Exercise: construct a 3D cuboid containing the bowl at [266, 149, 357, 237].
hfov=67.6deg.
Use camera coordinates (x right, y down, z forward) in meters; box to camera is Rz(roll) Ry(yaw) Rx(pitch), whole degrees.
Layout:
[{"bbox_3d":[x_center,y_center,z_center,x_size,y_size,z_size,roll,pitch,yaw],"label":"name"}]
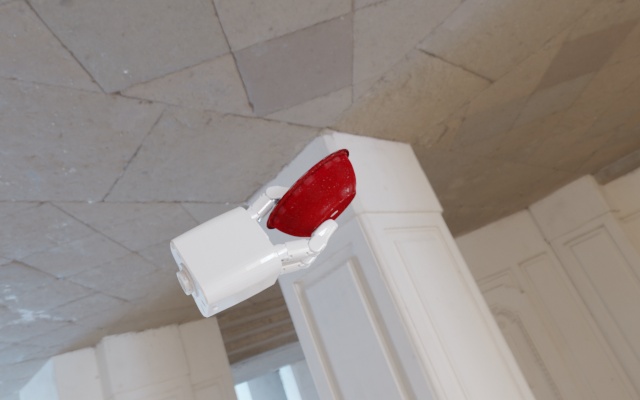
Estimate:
[{"bbox_3d":[0.001,0.002,0.685,0.055,0.162,0.162,45,11,11],"label":"bowl"}]
